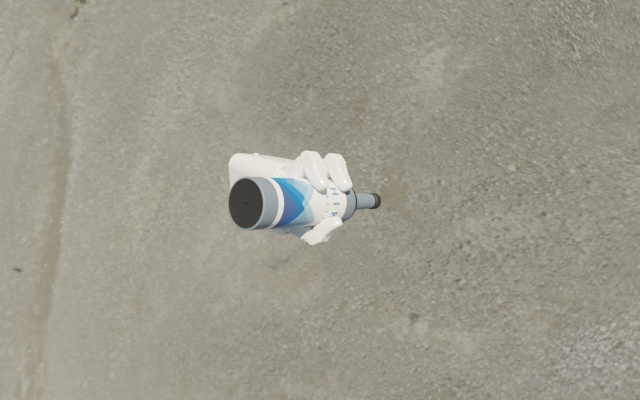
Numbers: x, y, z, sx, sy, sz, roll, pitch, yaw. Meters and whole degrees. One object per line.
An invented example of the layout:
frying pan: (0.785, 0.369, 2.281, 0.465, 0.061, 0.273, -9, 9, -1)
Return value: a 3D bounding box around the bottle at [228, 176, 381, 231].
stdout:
bottle: (0.000, 0.002, 0.698, 0.069, 0.069, 0.296, 0, 0, 39)
